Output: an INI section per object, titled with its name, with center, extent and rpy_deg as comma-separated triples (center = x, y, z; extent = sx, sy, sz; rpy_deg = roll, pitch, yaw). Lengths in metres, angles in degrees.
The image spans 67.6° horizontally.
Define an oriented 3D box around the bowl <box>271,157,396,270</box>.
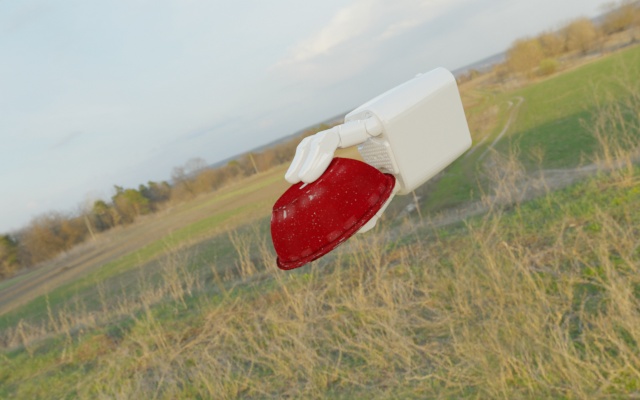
[bowl]
center = -0.001, 0.002, 0.518
extent = 0.162, 0.055, 0.162
rpy_deg = -36, 13, 10
